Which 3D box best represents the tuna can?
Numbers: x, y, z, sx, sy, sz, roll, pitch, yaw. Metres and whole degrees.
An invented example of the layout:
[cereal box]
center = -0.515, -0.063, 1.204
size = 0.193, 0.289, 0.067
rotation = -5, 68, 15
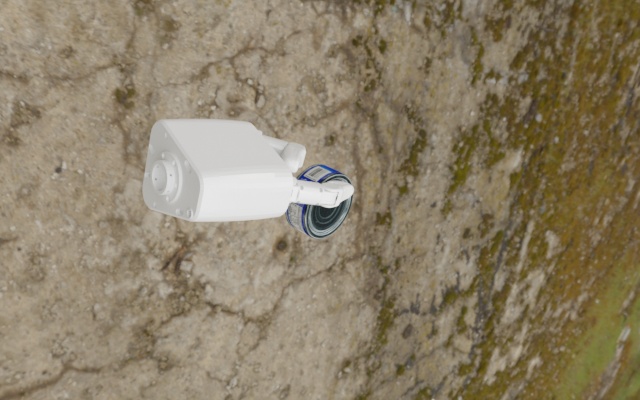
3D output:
[tuna can]
center = 0.001, 0.002, 0.570
size = 0.033, 0.086, 0.086
rotation = 27, 17, 36
